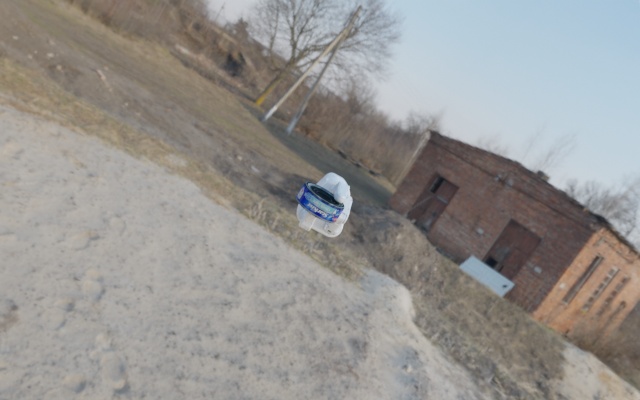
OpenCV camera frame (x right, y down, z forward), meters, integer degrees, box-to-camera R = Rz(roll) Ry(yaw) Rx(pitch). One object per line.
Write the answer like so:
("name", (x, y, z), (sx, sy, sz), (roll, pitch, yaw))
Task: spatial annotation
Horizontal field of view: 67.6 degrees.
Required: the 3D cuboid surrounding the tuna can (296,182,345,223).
("tuna can", (0.000, 0.002, 0.858), (0.086, 0.034, 0.086), (31, 14, -9))
